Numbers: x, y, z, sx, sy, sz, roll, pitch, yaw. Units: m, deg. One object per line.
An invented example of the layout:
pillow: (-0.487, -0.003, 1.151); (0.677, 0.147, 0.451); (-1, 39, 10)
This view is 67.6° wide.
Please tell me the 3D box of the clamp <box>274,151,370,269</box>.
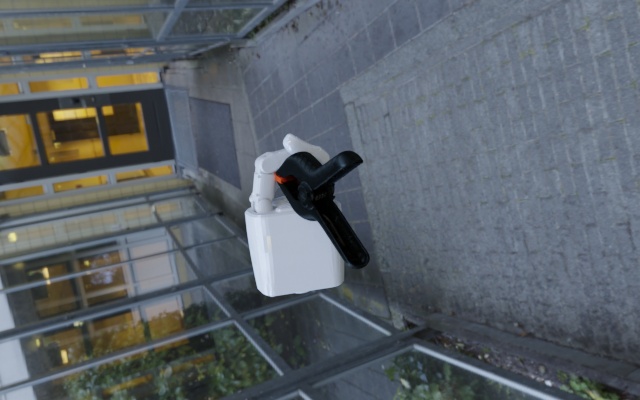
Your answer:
clamp: (-0.001, 0.002, 0.513); (0.039, 0.120, 0.171); (-11, 14, -25)
